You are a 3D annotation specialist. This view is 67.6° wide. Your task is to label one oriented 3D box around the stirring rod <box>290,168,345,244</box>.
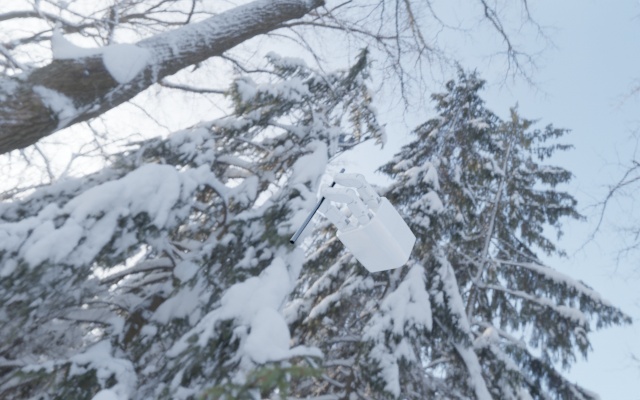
[{"bbox_3d":[0.000,0.003,0.850,0.011,0.011,0.239,0,32,26],"label":"stirring rod"}]
